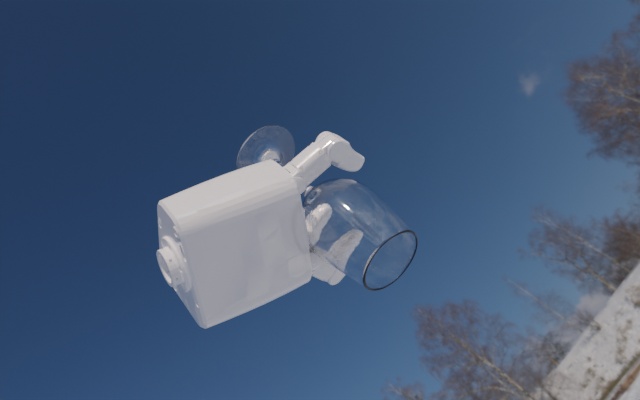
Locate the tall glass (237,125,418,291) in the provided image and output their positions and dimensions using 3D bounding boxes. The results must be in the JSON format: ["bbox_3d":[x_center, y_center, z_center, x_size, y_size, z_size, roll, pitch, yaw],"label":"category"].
[{"bbox_3d":[0.000,0.001,0.461,0.079,0.079,0.201,0,30,-44],"label":"tall glass"}]
